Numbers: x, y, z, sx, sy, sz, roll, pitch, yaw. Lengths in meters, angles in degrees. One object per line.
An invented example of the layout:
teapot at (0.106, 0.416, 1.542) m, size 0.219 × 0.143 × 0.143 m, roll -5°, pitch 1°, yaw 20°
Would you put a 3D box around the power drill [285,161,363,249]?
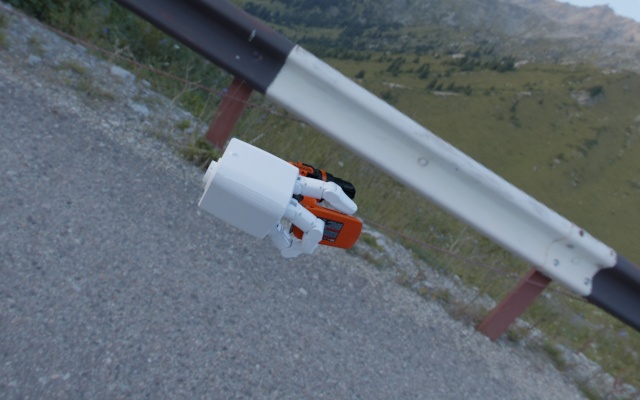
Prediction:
power drill at (0.000, 0.003, 0.780) m, size 0.184 × 0.057 × 0.187 m, roll 13°, pitch 24°, yaw -25°
